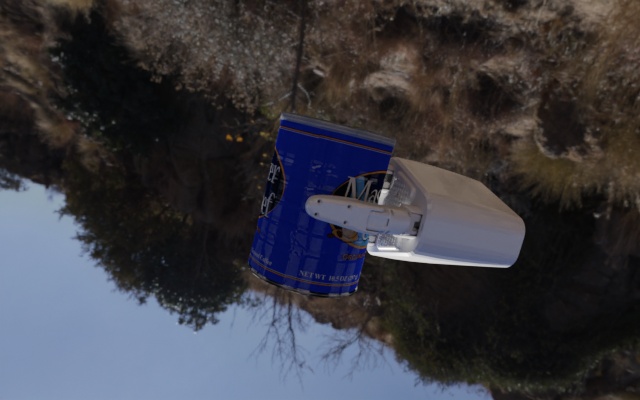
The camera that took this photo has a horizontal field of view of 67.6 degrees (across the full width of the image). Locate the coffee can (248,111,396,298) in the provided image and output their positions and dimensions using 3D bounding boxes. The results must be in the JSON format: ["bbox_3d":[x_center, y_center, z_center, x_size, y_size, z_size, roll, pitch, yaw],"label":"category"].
[{"bbox_3d":[0.000,0.001,0.426,0.103,0.140,0.103,13,8,-2],"label":"coffee can"}]
